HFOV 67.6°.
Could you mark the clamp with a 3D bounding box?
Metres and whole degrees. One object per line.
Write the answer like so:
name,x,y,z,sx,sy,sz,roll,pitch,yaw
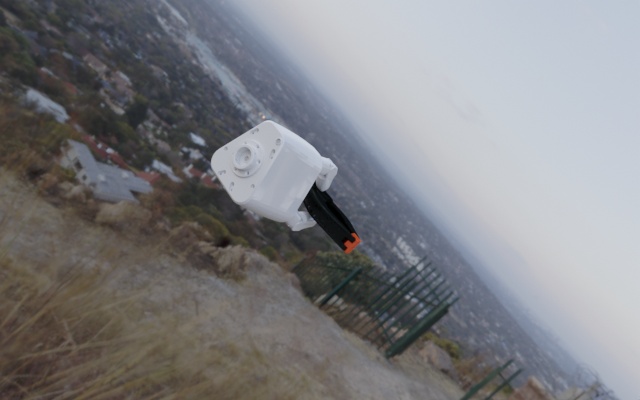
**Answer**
clamp,0.001,0.002,0.776,0.210,0.036,0.164,50,13,27
